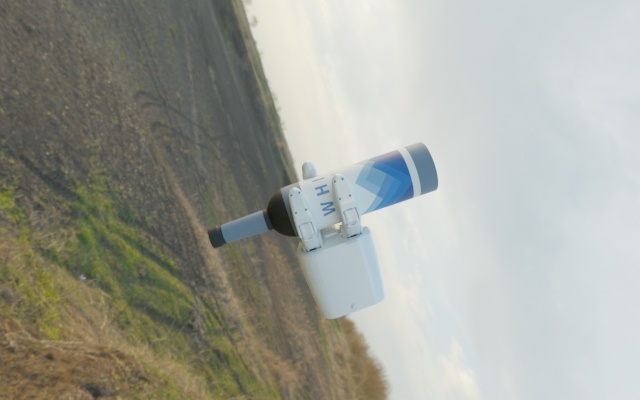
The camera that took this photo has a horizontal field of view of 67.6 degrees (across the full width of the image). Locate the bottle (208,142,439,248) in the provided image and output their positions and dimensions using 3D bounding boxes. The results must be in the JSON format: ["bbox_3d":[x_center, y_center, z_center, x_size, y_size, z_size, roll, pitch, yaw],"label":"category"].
[{"bbox_3d":[0.000,0.002,0.614,0.296,0.069,0.069,-18,1,-2],"label":"bottle"}]
